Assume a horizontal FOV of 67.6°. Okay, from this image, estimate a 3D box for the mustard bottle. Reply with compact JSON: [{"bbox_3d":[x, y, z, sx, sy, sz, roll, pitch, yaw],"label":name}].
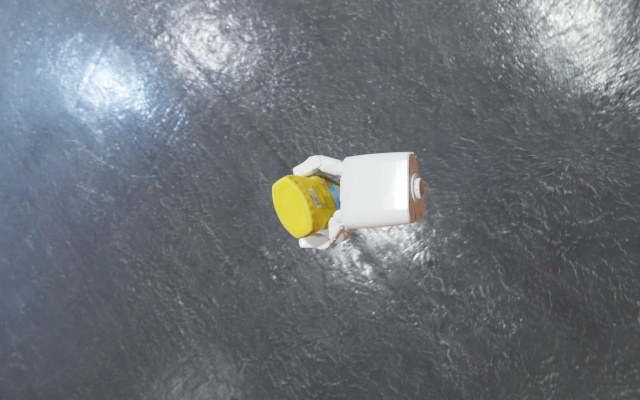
[{"bbox_3d":[0.000,0.003,0.794,0.058,0.096,0.191,-32,-10,27],"label":"mustard bottle"}]
